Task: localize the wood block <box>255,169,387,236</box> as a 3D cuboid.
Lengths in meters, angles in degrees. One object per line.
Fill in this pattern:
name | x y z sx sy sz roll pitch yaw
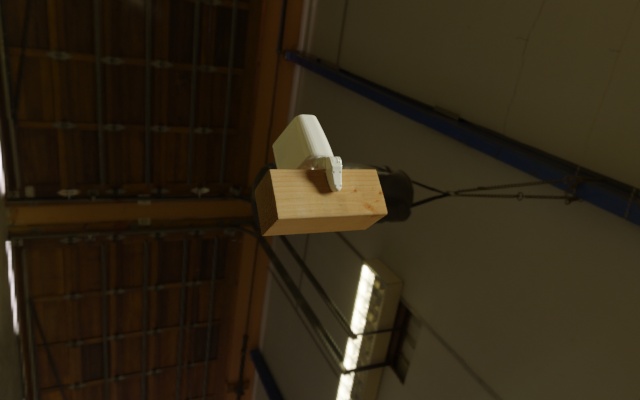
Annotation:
wood block | 0.000 0.002 0.843 0.206 0.090 0.091 -2 -22 -26
